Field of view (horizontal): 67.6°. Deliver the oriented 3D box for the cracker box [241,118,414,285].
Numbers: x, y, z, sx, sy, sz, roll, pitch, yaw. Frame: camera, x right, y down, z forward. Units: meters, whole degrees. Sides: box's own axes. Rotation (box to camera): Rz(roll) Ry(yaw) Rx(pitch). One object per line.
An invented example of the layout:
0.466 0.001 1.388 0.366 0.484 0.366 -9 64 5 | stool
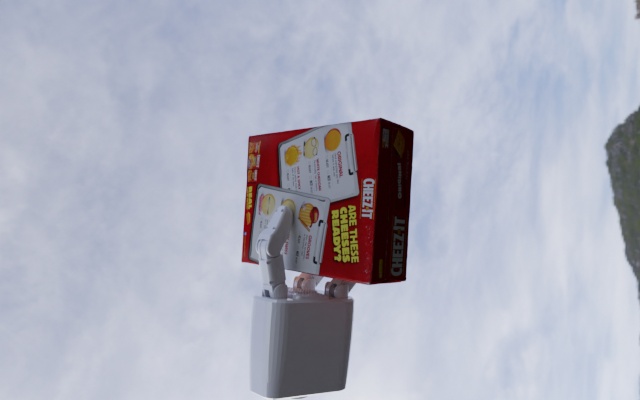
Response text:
0.000 0.002 0.553 0.213 0.164 0.072 1 -3 45 | cracker box
